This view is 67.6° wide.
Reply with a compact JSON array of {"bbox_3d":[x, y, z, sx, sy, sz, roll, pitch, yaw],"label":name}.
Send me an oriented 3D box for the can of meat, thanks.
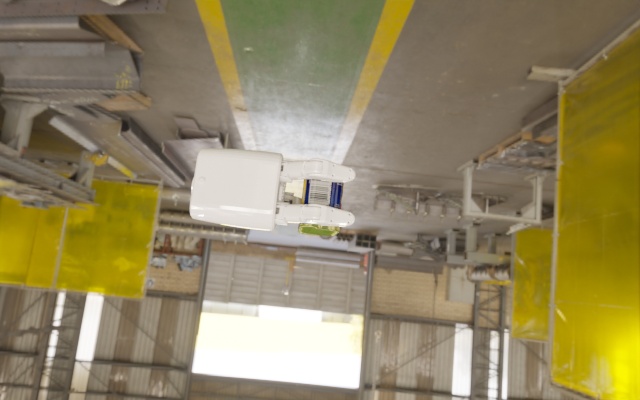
[{"bbox_3d":[0.000,0.002,0.642,0.057,0.084,0.102,7,-10,-3],"label":"can of meat"}]
